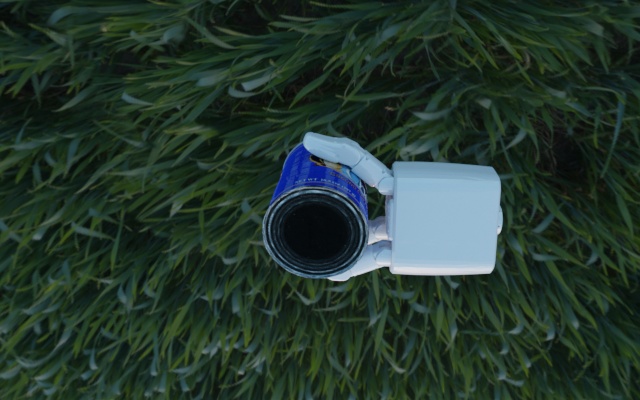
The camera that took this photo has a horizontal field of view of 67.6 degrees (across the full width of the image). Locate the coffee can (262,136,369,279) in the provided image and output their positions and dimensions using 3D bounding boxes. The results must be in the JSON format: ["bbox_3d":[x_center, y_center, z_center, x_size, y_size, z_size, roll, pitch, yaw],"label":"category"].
[{"bbox_3d":[0.000,0.002,0.515,0.103,0.103,0.140,0,26,5],"label":"coffee can"}]
